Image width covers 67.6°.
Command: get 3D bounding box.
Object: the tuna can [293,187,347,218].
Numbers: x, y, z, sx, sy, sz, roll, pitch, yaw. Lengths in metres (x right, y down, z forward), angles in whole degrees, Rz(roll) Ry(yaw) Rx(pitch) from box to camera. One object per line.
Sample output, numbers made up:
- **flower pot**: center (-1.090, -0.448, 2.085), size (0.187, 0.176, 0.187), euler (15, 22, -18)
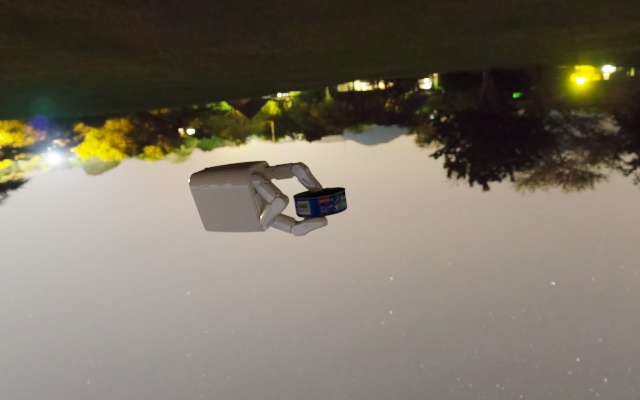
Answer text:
- **tuna can**: center (0.000, 0.003, 0.771), size (0.086, 0.034, 0.086), euler (-8, 9, 1)
